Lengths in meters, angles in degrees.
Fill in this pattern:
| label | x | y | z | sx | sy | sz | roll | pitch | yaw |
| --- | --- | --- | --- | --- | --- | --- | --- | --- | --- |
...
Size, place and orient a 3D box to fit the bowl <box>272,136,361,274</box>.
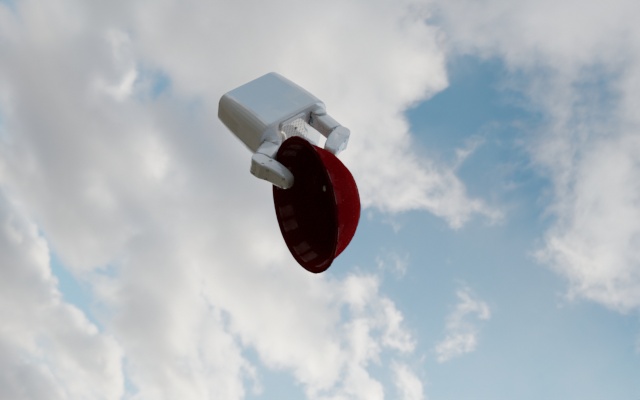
| label | x | y | z | sx | sy | sz | roll | pitch | yaw |
| --- | --- | --- | --- | --- | --- | --- | --- | --- | --- |
| bowl | 0.001 | 0.003 | 0.566 | 0.055 | 0.162 | 0.162 | -11 | 5 | -28 |
